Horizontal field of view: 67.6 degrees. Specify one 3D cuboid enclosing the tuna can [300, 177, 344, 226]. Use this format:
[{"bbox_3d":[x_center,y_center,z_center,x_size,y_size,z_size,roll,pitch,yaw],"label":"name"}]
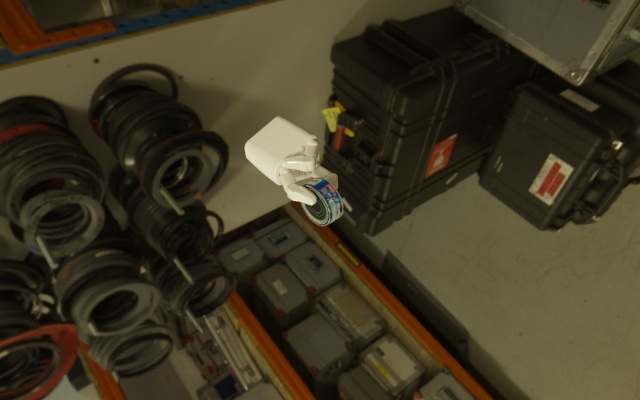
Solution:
[{"bbox_3d":[0.000,0.003,0.868,0.033,0.086,0.086,-32,18,-32],"label":"tuna can"}]
